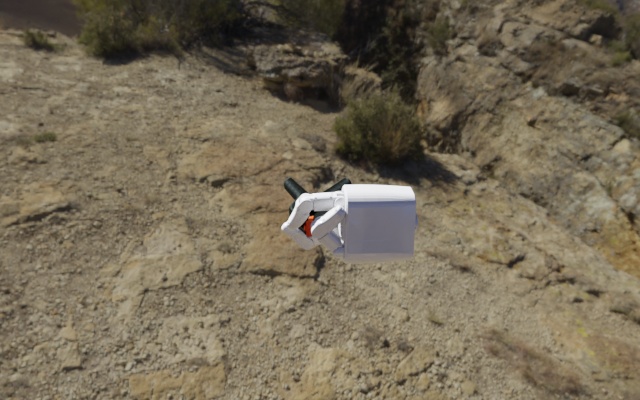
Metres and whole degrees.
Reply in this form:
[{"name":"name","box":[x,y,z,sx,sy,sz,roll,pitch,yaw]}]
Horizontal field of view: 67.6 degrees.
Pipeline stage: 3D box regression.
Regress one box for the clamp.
[{"name":"clamp","box":[0.000,0.002,0.797,0.120,0.039,0.171,-9,31,0]}]
